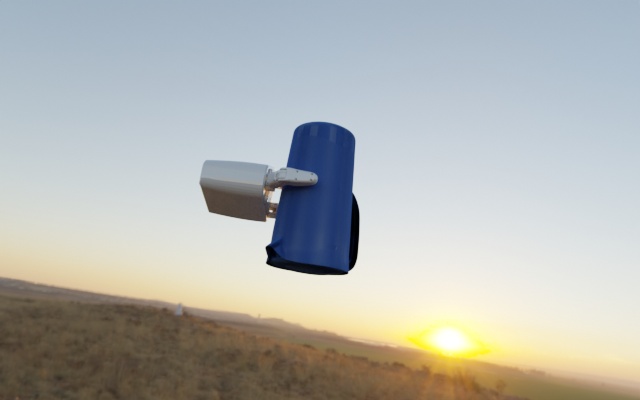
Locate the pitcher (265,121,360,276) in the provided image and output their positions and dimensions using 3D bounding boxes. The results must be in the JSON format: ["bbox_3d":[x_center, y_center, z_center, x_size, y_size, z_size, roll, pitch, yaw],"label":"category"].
[{"bbox_3d":[0.000,0.003,0.793,0.145,0.242,0.149,7,-15,4],"label":"pitcher"}]
